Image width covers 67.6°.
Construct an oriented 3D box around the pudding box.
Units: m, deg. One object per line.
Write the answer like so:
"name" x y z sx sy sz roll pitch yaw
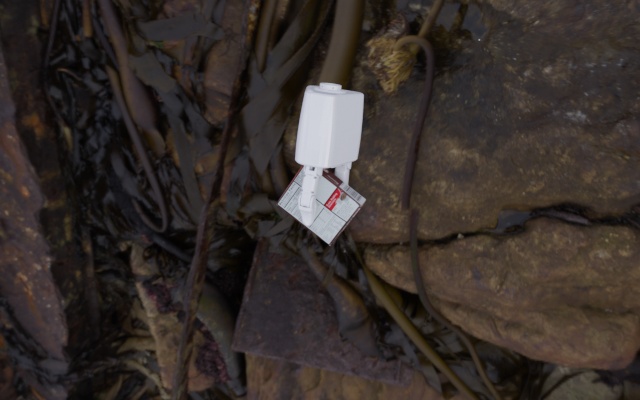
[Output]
"pudding box" 0.000 0.002 0.757 0.113 0.090 0.039 39 22 5
